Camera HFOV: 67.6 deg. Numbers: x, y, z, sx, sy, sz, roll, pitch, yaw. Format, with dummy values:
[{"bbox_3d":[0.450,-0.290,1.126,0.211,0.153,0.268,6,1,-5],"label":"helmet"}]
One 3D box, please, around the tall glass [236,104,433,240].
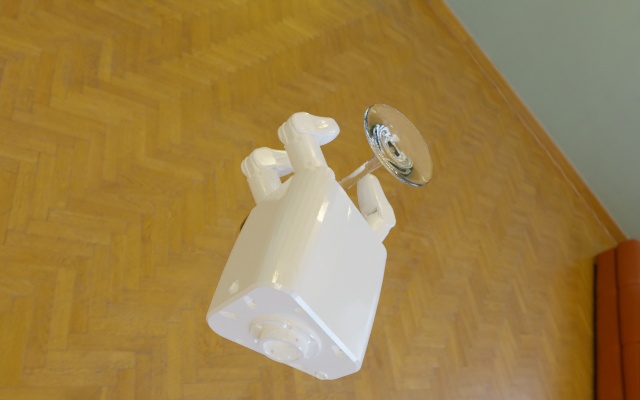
[{"bbox_3d":[0.001,0.001,0.433,0.079,0.079,0.201,0,-27,-44],"label":"tall glass"}]
